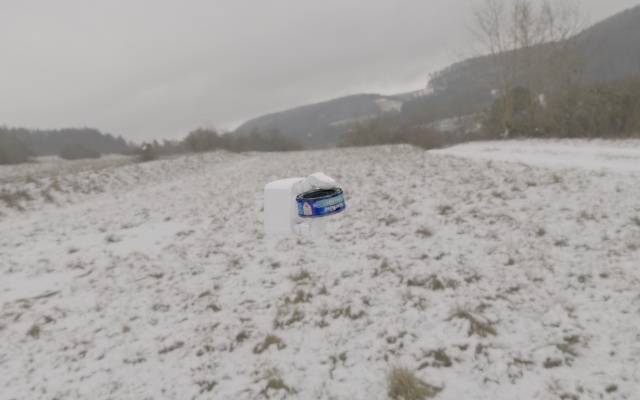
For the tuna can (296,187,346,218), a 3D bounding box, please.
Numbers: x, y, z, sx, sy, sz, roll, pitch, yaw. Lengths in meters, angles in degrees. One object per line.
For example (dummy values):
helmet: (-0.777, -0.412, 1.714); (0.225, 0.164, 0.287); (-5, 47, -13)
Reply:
tuna can: (0.000, 0.002, 0.836); (0.086, 0.034, 0.086); (-9, 12, 2)
